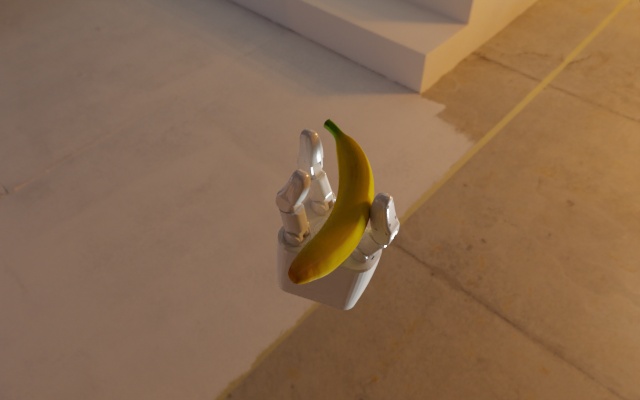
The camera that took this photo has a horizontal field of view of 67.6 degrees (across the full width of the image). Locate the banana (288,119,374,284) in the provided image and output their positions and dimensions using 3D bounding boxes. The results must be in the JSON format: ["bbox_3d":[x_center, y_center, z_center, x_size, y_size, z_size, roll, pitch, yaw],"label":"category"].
[{"bbox_3d":[0.018,0.004,0.473,0.069,0.197,0.037,17,-38,-6],"label":"banana"}]
